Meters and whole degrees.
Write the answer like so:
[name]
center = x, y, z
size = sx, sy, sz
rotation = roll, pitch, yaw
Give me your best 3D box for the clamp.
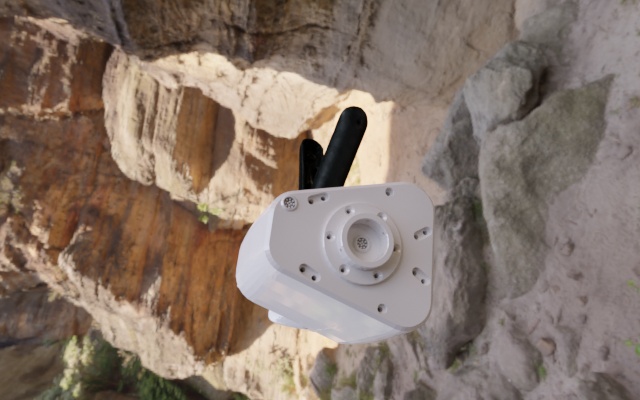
[clamp]
center = -0.001, 0.001, 0.421
size = 0.039, 0.171, 0.120
rotation = 12, -21, -15
